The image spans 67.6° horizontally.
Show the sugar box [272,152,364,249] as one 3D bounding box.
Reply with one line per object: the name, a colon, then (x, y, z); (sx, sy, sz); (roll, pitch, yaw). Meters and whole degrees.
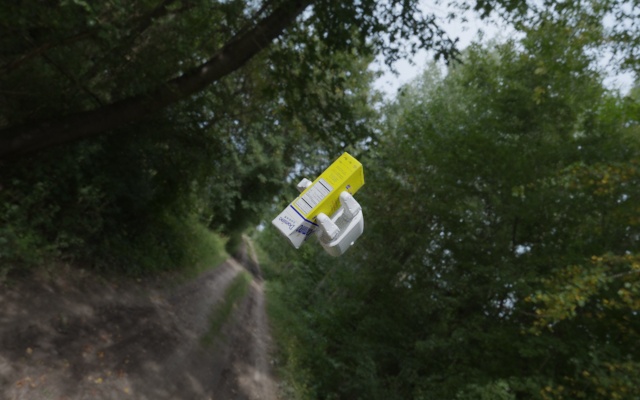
sugar box: (0.001, 0.003, 0.833); (0.048, 0.176, 0.093); (40, -9, 19)
